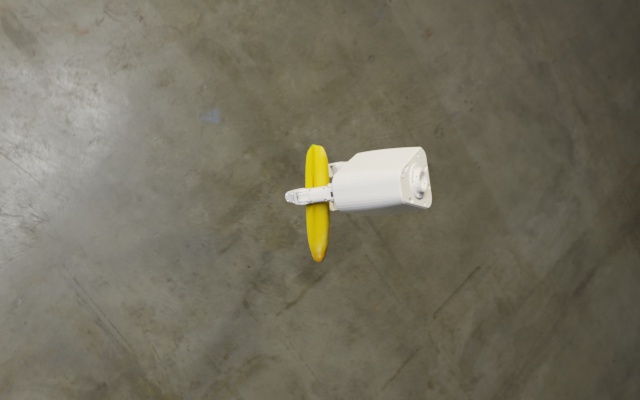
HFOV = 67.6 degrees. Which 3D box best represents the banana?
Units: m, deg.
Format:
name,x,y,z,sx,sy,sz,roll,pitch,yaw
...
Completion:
name,x,y,z,sx,sy,sz,roll,pitch,yaw
banana,-0.003,-0.005,0.749,0.037,0.197,0.070,-3,-14,8
